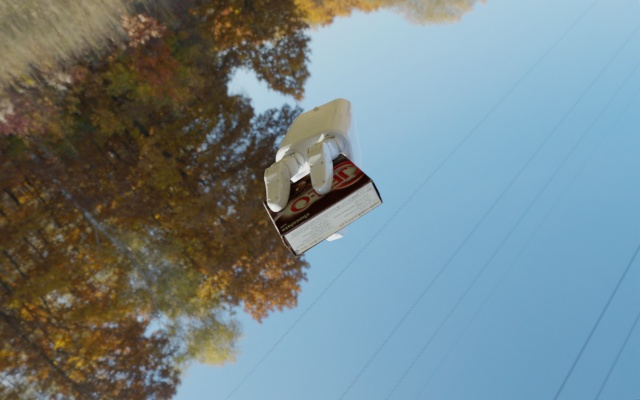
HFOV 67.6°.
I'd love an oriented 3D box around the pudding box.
[{"bbox_3d":[0.000,0.002,0.527,0.113,0.039,0.090,-34,29,-3],"label":"pudding box"}]
